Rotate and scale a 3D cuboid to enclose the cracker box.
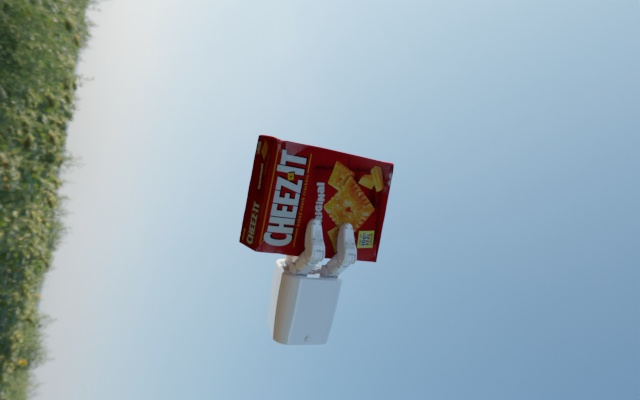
[{"bbox_3d":[0.000,0.002,0.727,0.214,0.164,0.072,9,4,-30],"label":"cracker box"}]
